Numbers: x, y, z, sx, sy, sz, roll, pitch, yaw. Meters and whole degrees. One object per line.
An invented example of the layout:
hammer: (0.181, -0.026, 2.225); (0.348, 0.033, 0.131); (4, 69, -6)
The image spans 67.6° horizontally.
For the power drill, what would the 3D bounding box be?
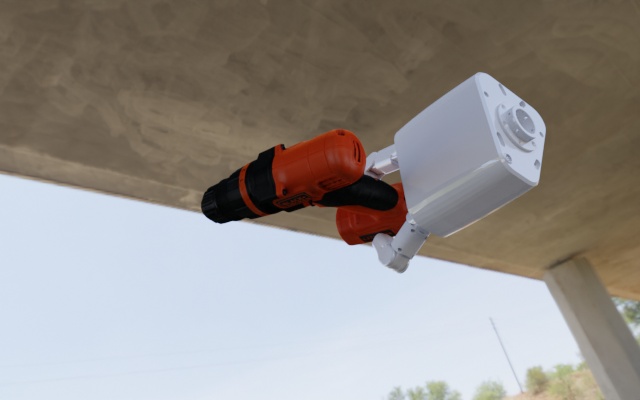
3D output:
power drill: (0.001, 0.002, 0.480); (0.184, 0.057, 0.188); (-17, -23, 36)
